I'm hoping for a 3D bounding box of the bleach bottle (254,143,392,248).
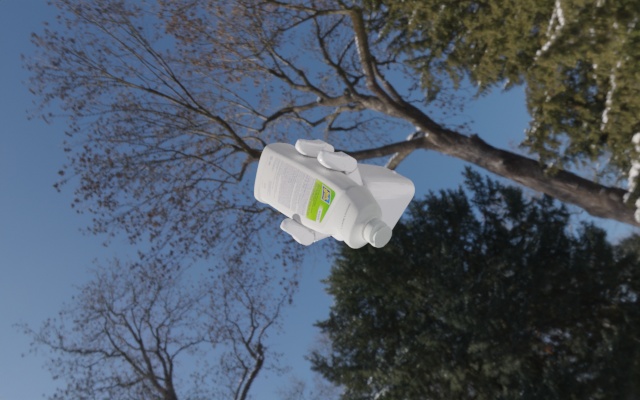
[{"bbox_3d":[0.000,0.002,0.661,0.068,0.103,0.250,-3,25,-38],"label":"bleach bottle"}]
